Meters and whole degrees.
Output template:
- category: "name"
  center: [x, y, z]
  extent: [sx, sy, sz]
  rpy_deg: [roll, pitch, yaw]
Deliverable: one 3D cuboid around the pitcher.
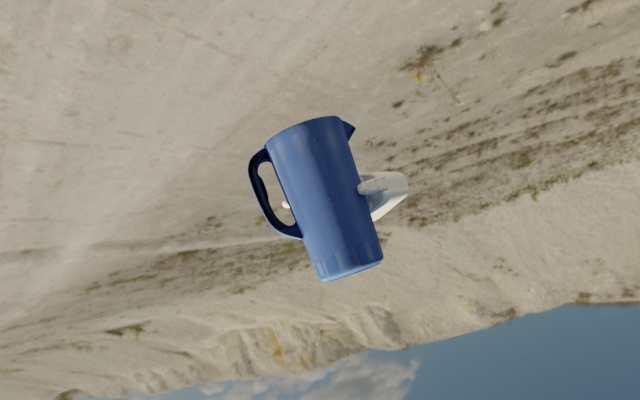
- category: "pitcher"
  center: [0.000, 0.002, 0.756]
  extent: [0.149, 0.243, 0.145]
  rpy_deg: [-24, -8, 36]
